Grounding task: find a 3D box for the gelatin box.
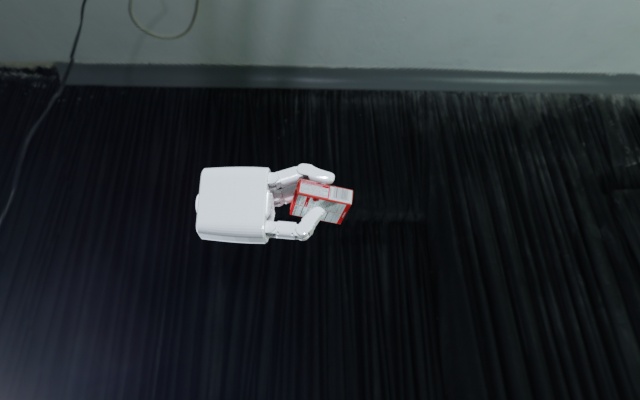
[{"bbox_3d":[0.000,0.003,0.761,0.089,0.030,0.073,12,-30,-6],"label":"gelatin box"}]
